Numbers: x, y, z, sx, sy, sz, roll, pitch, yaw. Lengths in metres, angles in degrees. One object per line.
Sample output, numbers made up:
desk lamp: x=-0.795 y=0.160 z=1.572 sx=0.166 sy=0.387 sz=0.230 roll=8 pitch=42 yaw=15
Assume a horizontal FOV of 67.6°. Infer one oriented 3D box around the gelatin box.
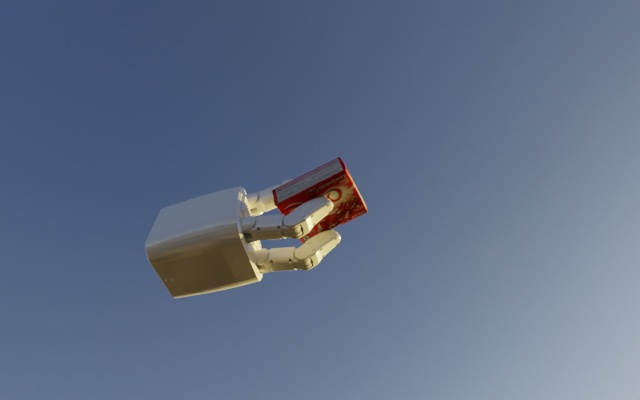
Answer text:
gelatin box: x=0.000 y=0.001 z=0.550 sx=0.089 sy=0.073 sz=0.030 roll=-27 pitch=40 yaw=6
